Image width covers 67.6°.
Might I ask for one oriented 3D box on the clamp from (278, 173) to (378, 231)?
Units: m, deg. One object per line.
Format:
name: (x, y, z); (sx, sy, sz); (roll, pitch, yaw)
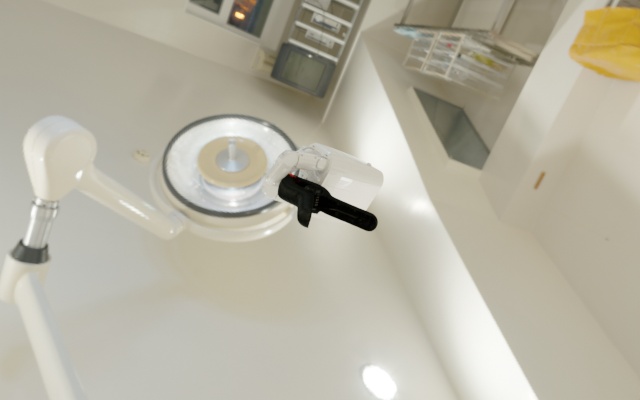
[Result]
clamp: (0.000, 0.003, 0.671); (0.120, 0.039, 0.171); (15, 16, -28)
